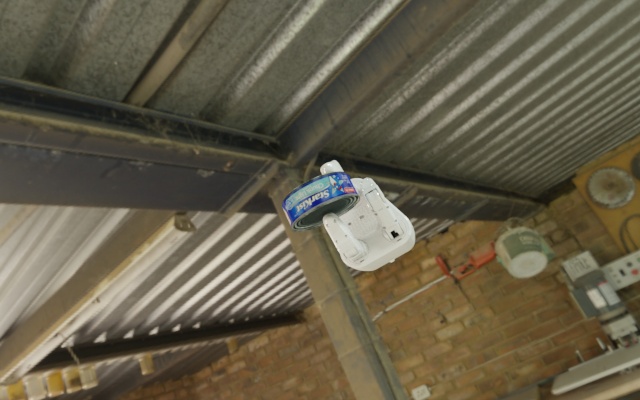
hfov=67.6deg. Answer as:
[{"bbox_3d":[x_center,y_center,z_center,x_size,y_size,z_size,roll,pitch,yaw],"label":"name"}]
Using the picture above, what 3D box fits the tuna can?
[{"bbox_3d":[0.000,0.001,0.546,0.086,0.033,0.086,-24,-15,-7],"label":"tuna can"}]
